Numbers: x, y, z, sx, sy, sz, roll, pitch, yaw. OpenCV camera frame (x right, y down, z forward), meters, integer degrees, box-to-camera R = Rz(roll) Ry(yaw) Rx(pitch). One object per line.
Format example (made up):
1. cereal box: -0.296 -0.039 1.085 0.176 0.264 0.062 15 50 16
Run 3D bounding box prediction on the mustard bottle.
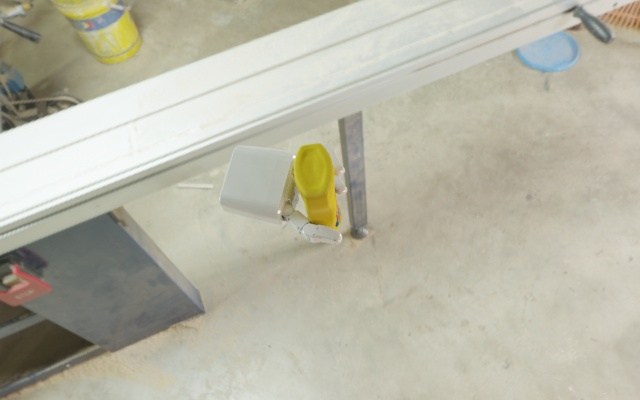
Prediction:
1. mustard bottle: 0.000 0.002 0.755 0.058 0.096 0.192 -10 -32 2
